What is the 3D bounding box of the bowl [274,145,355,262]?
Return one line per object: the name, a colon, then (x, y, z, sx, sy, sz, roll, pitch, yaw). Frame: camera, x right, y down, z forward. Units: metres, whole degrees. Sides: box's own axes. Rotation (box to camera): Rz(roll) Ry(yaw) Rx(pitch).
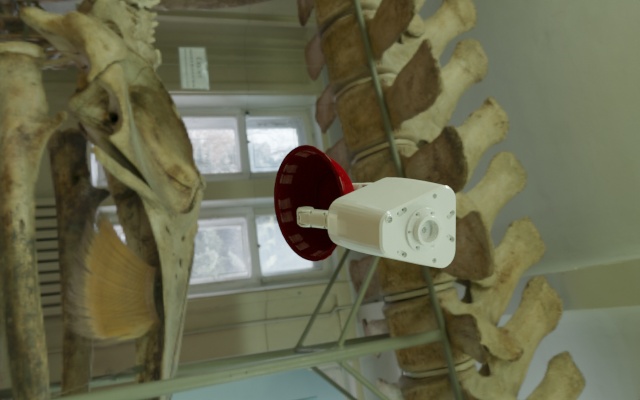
bowl: (0.000, 0.002, 0.677, 0.055, 0.162, 0.162, -7, 4, -39)
